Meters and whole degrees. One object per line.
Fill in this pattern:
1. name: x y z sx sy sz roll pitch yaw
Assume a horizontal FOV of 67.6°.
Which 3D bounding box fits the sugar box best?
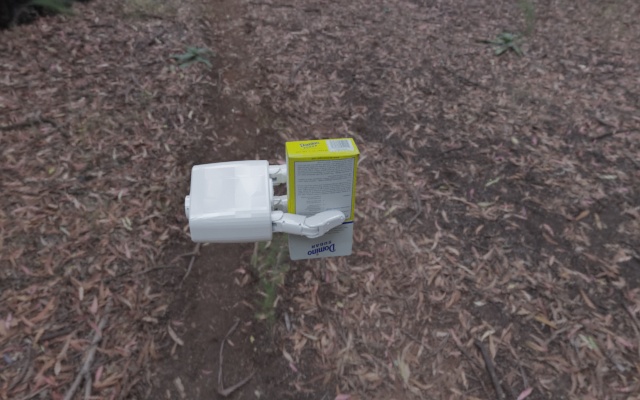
1. sugar box: 0.000 0.002 0.665 0.093 0.176 0.048 -4 38 -8
